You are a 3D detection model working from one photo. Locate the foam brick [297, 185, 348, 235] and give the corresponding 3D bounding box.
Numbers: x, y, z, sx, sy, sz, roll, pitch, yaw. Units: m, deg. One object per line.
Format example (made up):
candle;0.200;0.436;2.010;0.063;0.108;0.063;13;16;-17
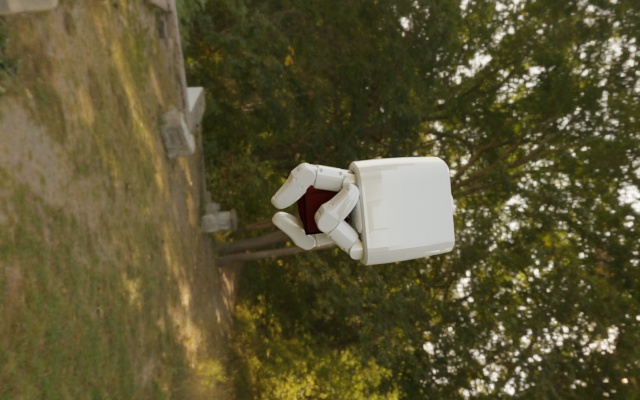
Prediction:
foam brick;0.000;0.002;0.578;0.051;0.053;0.078;-8;21;-7
